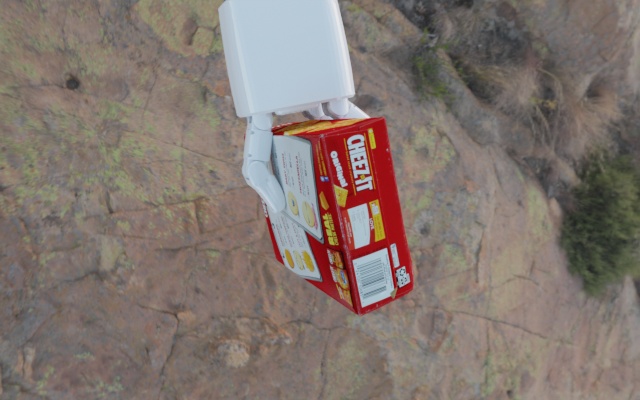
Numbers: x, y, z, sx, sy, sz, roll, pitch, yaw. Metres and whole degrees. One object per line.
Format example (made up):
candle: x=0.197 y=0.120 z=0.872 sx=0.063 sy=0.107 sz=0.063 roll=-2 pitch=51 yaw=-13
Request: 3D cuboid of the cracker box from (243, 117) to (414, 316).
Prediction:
cracker box: x=0.000 y=0.002 z=0.497 sx=0.072 sy=0.164 sz=0.213 roll=-18 pitch=15 yaw=-22
